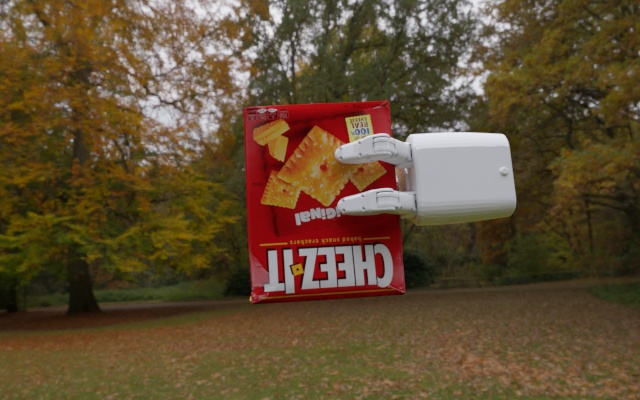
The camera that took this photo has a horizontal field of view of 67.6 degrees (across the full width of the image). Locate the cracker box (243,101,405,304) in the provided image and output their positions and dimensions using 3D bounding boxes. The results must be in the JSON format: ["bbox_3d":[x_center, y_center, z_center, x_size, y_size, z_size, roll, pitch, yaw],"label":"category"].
[{"bbox_3d":[0.000,0.002,0.530,0.164,0.213,0.072,-3,-9,-6],"label":"cracker box"}]
